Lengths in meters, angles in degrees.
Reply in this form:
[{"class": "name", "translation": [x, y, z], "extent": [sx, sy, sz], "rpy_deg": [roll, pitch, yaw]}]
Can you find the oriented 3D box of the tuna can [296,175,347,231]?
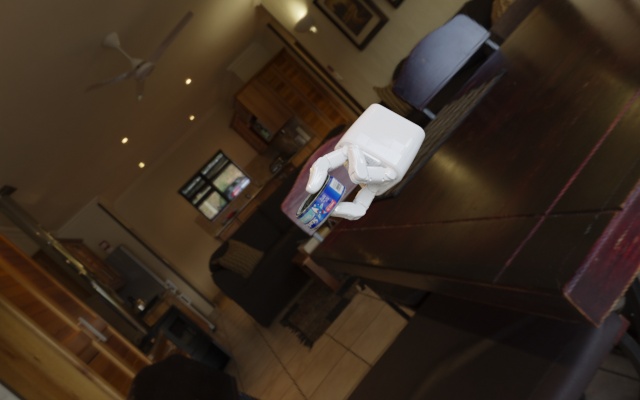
[{"class": "tuna can", "translation": [0.000, 0.002, 0.734], "extent": [0.034, 0.086, 0.086], "rpy_deg": [39, -8, -10]}]
